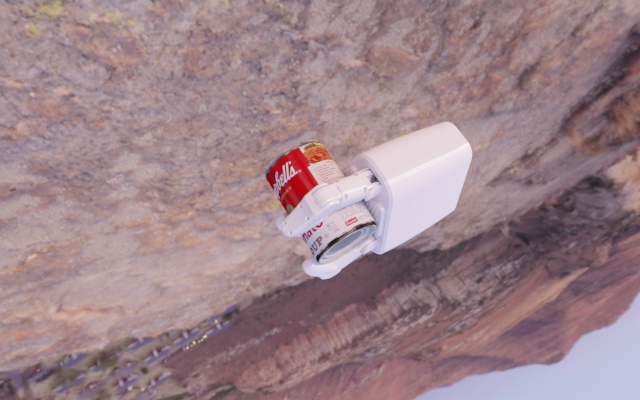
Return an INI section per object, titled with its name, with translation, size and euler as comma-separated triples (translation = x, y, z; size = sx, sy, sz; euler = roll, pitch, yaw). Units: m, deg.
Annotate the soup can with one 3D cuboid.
[soup can]
translation = 0.000, 0.002, 0.463
size = 0.068, 0.102, 0.068
euler = -29, -19, -11
